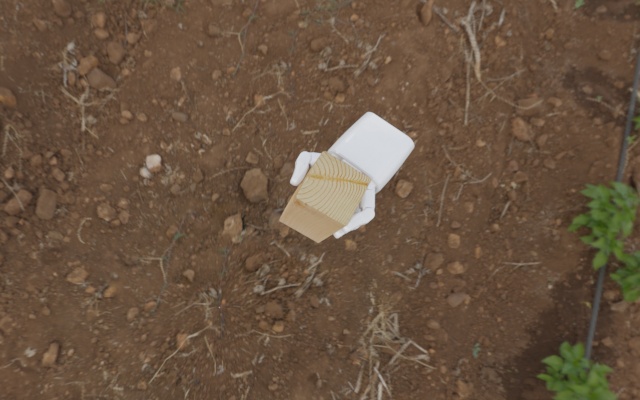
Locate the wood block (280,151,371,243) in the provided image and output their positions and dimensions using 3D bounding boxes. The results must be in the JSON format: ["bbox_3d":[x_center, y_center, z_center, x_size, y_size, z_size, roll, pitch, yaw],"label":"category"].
[{"bbox_3d":[0.000,0.002,0.820,0.091,0.090,0.206,31,-17,-4],"label":"wood block"}]
